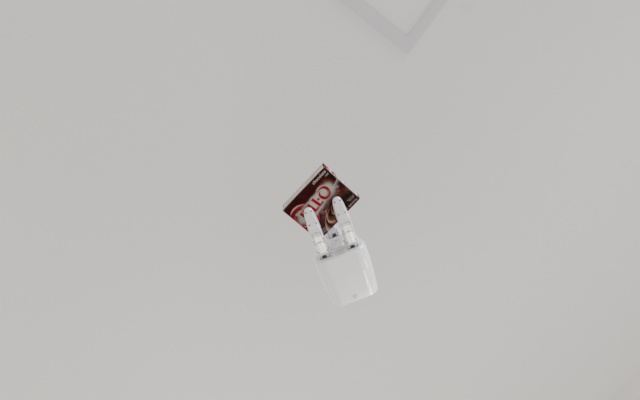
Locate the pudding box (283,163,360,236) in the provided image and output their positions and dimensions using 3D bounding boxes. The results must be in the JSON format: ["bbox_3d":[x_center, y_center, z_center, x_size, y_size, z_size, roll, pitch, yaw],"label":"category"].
[{"bbox_3d":[0.000,0.003,0.868,0.090,0.113,0.039,40,9,-17],"label":"pudding box"}]
